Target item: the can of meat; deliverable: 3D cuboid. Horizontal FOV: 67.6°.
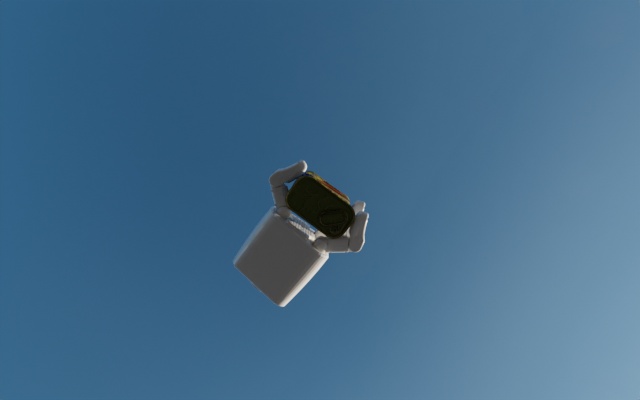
[{"bbox_3d":[0.000,0.002,0.720,0.102,0.057,0.084,36,9,-7],"label":"can of meat"}]
